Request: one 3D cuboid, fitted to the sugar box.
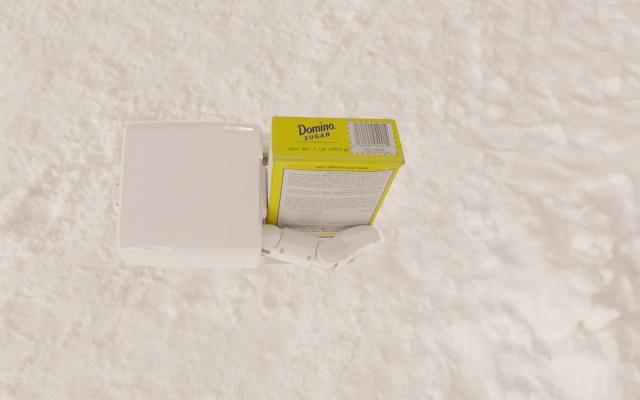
[{"bbox_3d":[0.000,0.001,0.403,0.093,0.048,0.176,1,-28,-10],"label":"sugar box"}]
